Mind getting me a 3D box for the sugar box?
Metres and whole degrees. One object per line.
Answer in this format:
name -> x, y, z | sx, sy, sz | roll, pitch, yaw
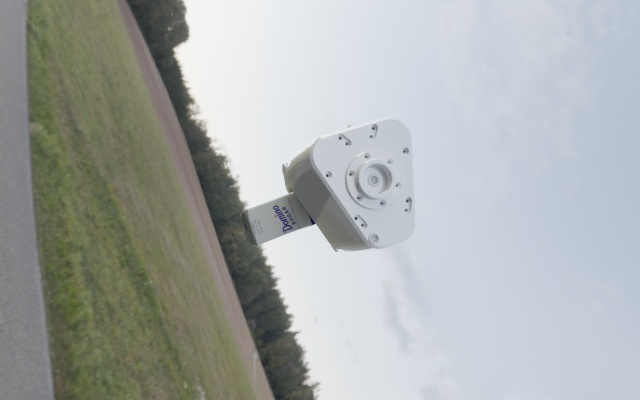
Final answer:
sugar box -> 0.000, 0.001, 0.537 | 0.176, 0.048, 0.093 | -18, -1, -14
